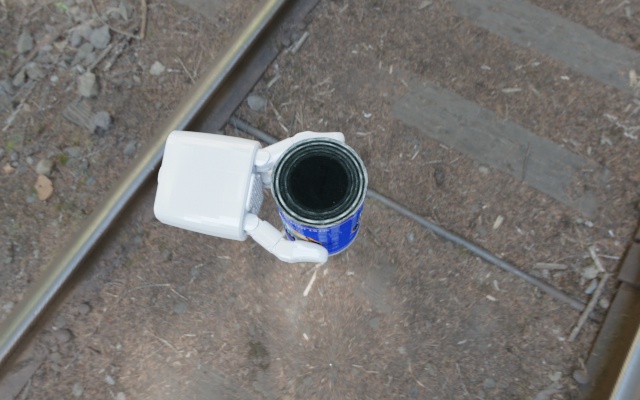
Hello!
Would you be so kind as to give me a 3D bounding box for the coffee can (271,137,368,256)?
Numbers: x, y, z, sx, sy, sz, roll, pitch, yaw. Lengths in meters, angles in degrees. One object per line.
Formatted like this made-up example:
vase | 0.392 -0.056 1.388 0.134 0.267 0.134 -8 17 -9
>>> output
coffee can | 0.000 0.002 0.564 0.103 0.102 0.140 0 -19 1
